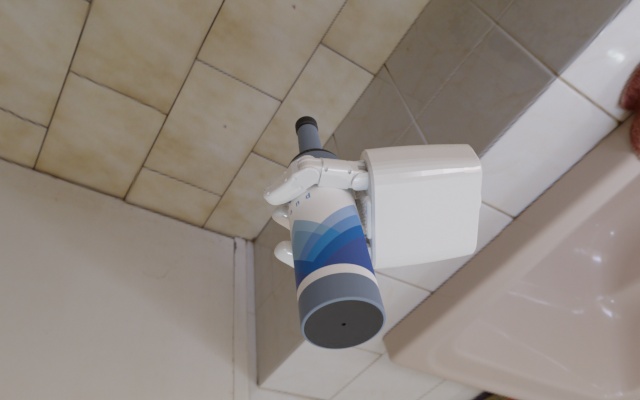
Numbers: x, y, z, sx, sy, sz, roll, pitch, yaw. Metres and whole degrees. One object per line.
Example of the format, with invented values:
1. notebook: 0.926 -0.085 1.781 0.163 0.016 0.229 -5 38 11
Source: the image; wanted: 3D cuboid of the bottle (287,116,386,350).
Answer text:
1. bottle: 0.000 0.002 0.476 0.069 0.069 0.295 0 40 -9
